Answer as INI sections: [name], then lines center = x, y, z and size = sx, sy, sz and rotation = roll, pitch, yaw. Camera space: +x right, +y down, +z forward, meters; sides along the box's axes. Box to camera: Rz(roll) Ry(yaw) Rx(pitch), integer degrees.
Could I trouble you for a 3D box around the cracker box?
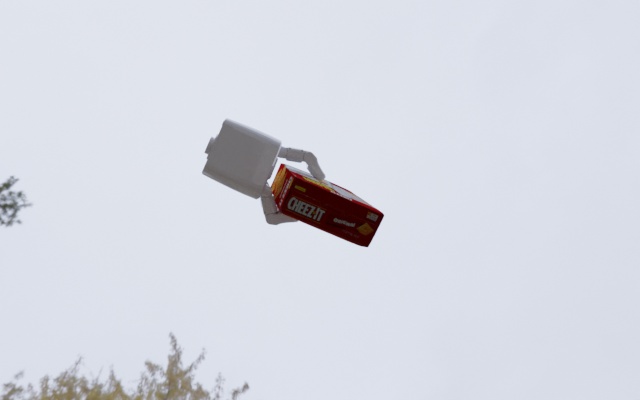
[cracker box]
center = 0.000, 0.003, 0.860
size = 0.164, 0.072, 0.213
rotation = 22, 6, -14
